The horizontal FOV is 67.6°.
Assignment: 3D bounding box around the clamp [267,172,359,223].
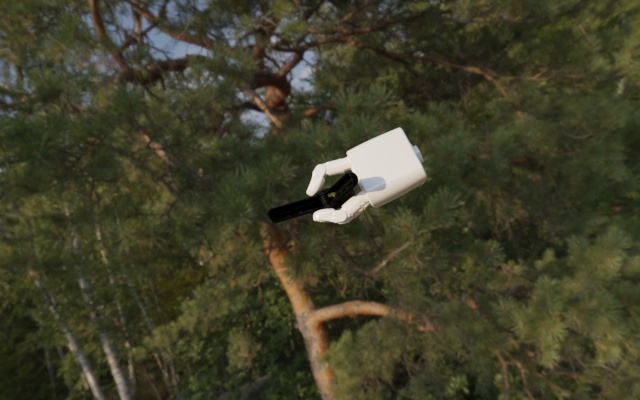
[{"bbox_3d":[0.000,0.002,0.857,0.164,0.036,0.210,-23,-8,7],"label":"clamp"}]
